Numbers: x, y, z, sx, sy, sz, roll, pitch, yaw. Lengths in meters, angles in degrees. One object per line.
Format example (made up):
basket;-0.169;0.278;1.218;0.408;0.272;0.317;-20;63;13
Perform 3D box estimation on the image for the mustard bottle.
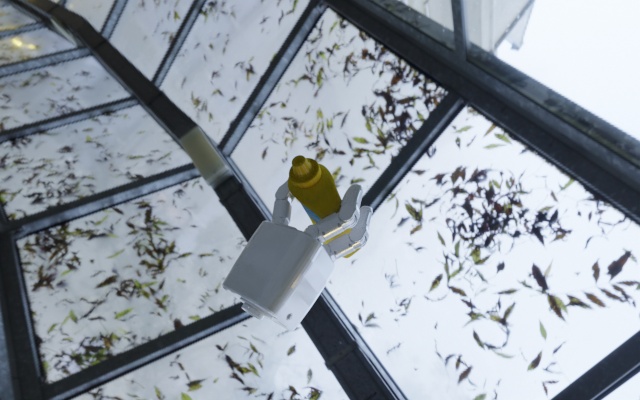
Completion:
mustard bottle;0.000;0.002;0.662;0.058;0.096;0.192;-36;-37;-5
